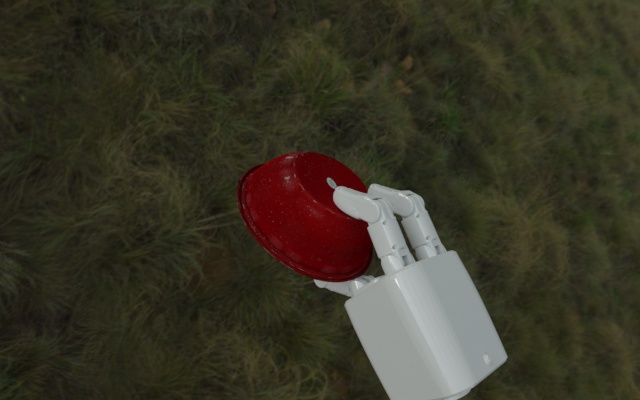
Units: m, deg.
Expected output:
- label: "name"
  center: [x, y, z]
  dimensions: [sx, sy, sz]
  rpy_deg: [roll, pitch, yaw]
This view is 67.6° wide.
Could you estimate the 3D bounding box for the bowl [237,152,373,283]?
- label: "bowl"
  center: [-0.001, 0.000, 0.485]
  dimensions: [0.162, 0.162, 0.055]
  rpy_deg: [0, -42, -43]
